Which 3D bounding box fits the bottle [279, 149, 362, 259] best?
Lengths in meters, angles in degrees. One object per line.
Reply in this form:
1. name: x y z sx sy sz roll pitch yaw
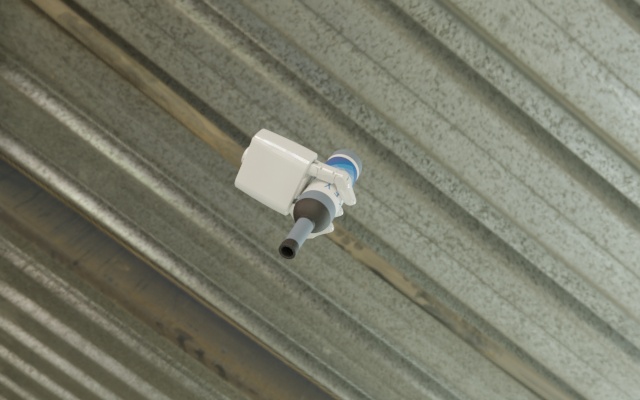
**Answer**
1. bottle: 0.000 0.003 0.808 0.069 0.069 0.295 0 29 22
